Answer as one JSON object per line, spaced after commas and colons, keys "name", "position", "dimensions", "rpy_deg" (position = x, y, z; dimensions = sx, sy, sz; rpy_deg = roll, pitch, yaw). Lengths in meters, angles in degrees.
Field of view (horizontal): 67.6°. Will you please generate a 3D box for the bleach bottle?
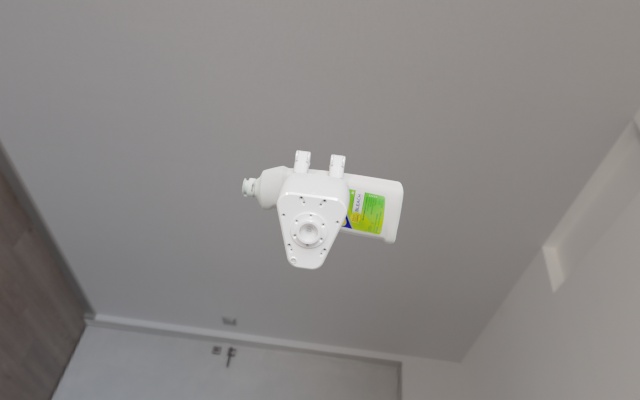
{"name": "bleach bottle", "position": [0.000, 0.002, 0.771], "dimensions": [0.251, 0.102, 0.068], "rpy_deg": [7, 18, 0]}
